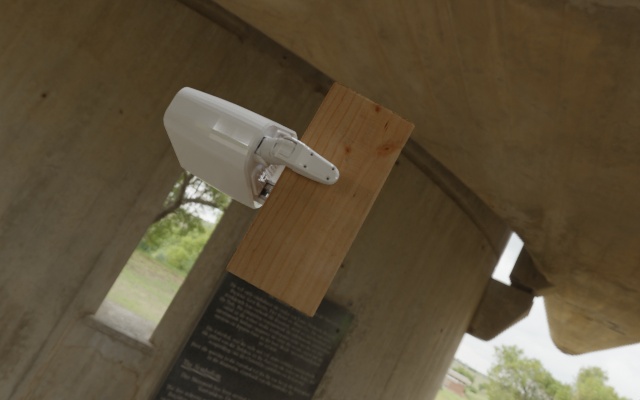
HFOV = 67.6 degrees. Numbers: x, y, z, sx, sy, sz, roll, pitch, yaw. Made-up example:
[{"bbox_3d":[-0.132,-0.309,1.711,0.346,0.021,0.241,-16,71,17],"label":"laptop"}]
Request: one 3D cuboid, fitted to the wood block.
[{"bbox_3d":[0.000,0.001,0.481,0.090,0.206,0.091,29,-10,1],"label":"wood block"}]
